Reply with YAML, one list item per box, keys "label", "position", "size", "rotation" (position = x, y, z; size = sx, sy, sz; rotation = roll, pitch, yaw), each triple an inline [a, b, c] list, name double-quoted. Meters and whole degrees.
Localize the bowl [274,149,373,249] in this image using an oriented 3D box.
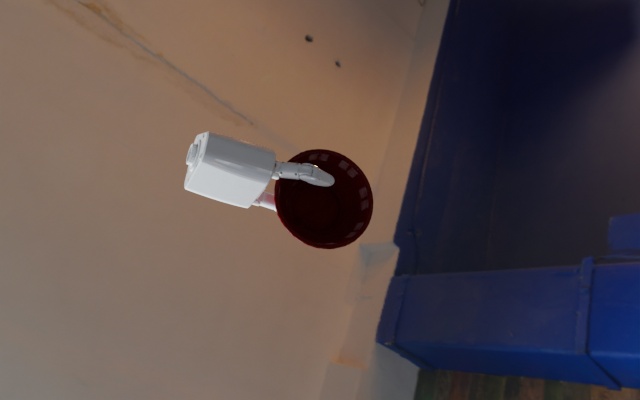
- label: "bowl"
  position: [0.001, 0.003, 0.761]
  size: [0.162, 0.162, 0.055]
  rotation: [0, -16, -17]
